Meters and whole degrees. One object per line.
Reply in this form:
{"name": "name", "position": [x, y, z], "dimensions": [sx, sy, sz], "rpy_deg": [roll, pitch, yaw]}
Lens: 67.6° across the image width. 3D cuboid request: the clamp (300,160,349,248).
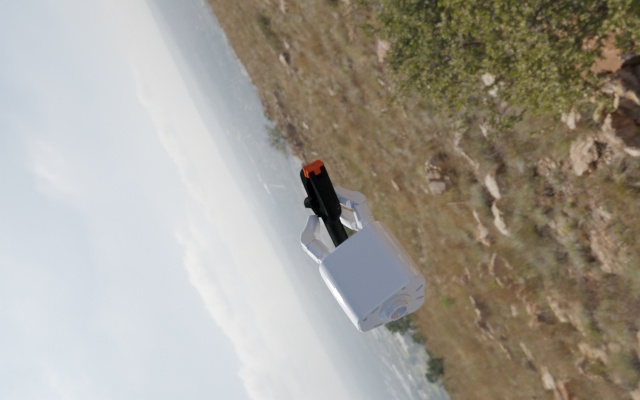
{"name": "clamp", "position": [-0.001, 0.003, 0.750], "dimensions": [0.036, 0.210, 0.164], "rpy_deg": [-30, 50, -10]}
